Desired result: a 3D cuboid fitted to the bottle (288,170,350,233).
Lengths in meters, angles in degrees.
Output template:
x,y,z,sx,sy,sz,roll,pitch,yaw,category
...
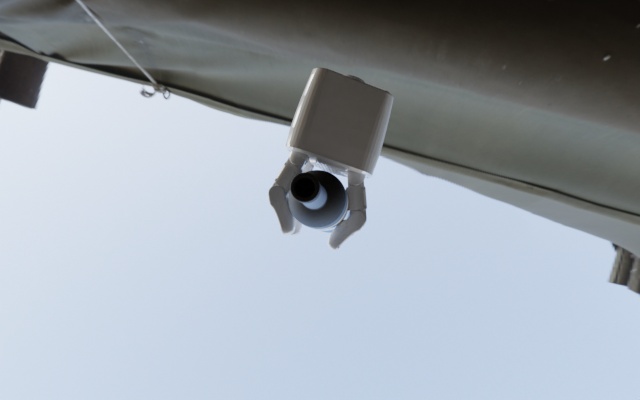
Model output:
x,y,z,sx,sy,sz,roll,pitch,yaw,category
0.000,0.002,0.577,0.069,0.069,0.296,0,-5,6,bottle
